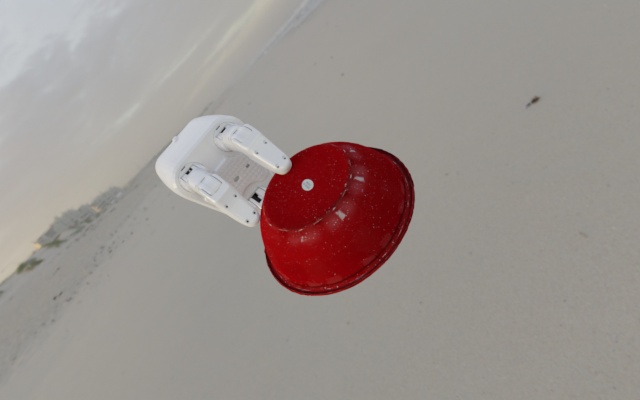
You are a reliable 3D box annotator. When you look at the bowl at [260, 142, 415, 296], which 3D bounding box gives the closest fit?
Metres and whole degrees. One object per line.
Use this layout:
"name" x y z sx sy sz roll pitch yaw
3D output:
"bowl" 0.001 0.001 0.432 0.162 0.162 0.055 0 -32 37
